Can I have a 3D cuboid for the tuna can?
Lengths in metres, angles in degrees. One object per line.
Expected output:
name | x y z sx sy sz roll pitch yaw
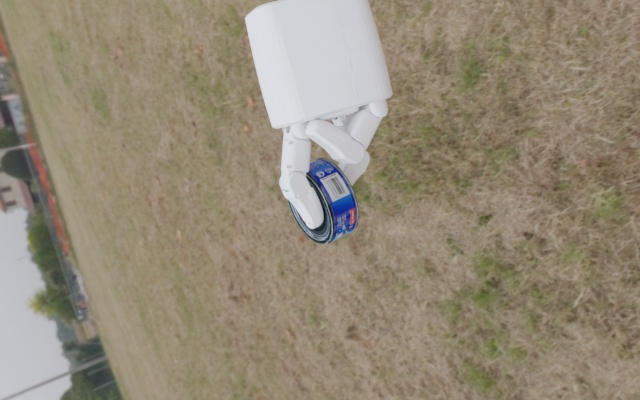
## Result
tuna can | 0.000 0.002 0.495 0.033 0.086 0.086 -25 12 -28
